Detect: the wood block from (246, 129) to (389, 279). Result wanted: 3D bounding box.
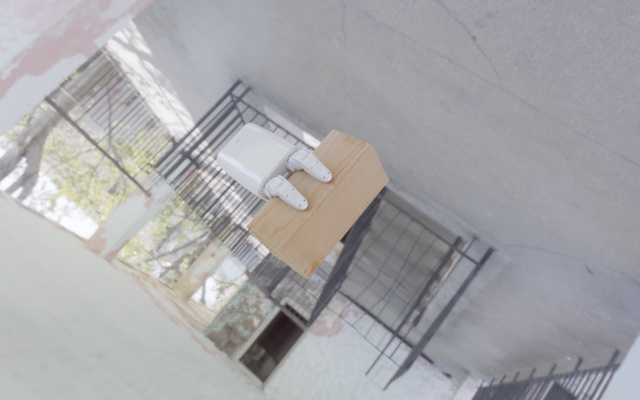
[{"bbox_3d":[0.000,0.003,0.734,0.090,0.206,0.091,29,-18,40],"label":"wood block"}]
